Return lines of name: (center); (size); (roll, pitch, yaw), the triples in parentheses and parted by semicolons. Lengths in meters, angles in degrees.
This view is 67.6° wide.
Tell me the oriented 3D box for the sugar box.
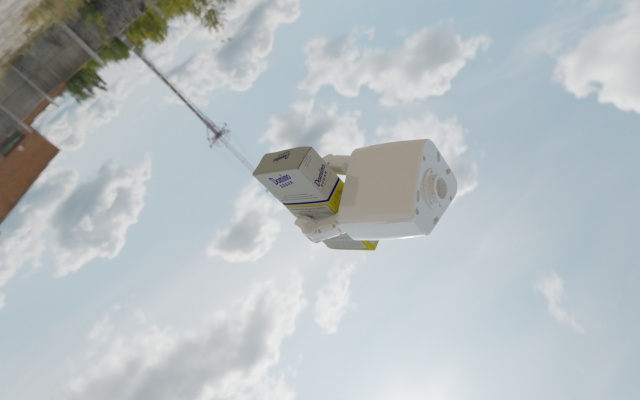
sugar box: (0.000, 0.002, 0.647); (0.093, 0.048, 0.176); (-4, -42, 44)
